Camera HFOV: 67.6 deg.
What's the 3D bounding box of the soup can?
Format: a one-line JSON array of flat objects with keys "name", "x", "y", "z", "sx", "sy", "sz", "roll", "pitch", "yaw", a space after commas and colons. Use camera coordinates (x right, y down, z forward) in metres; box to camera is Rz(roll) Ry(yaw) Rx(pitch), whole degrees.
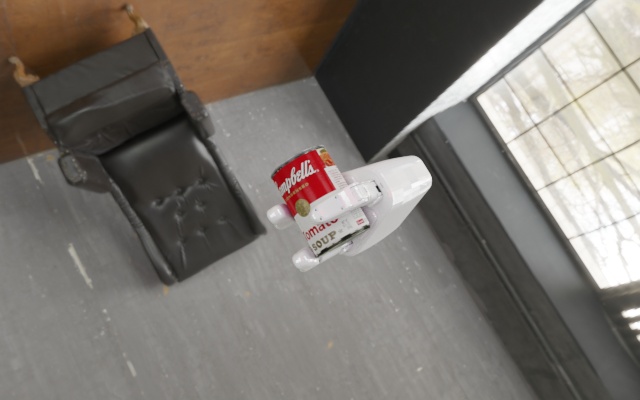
[{"name": "soup can", "x": 0.000, "y": 0.002, "z": 0.512, "sx": 0.068, "sy": 0.102, "sz": 0.068, "roll": -29, "pitch": -8, "yaw": -5}]
